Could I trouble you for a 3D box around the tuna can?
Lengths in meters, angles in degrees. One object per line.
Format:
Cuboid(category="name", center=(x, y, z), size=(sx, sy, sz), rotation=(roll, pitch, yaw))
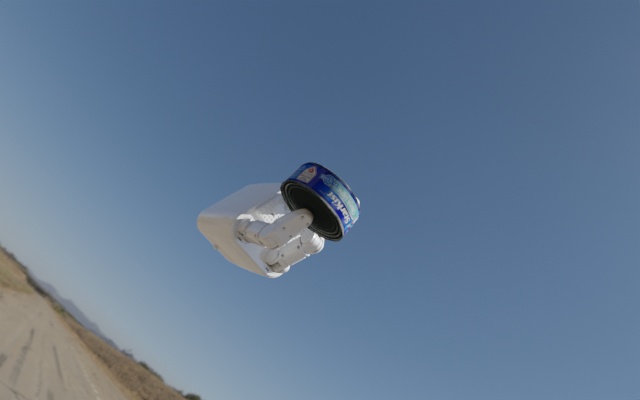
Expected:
Cuboid(category="tuna can", center=(0.000, 0.001, 0.507), size=(0.033, 0.086, 0.086), rotation=(-46, 22, -23))
